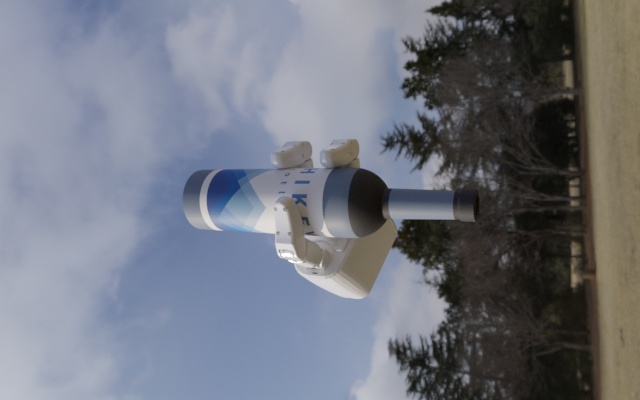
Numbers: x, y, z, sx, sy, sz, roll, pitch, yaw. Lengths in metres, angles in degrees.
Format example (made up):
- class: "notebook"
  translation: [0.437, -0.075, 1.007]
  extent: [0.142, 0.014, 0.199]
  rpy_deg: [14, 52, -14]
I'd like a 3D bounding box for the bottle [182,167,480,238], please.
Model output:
- class: "bottle"
  translation: [0.000, 0.002, 0.466]
  extent: [0.295, 0.069, 0.069]
  rpy_deg: [1, 0, 27]
